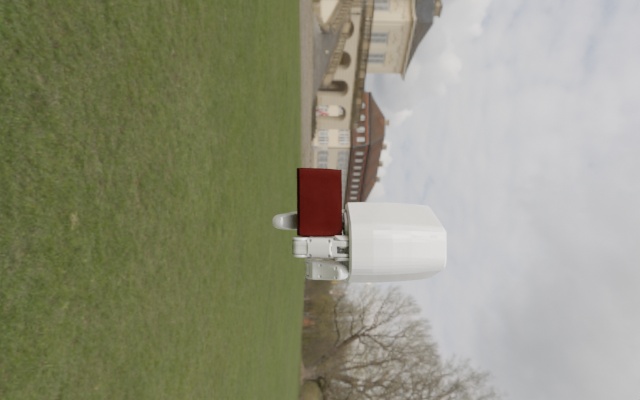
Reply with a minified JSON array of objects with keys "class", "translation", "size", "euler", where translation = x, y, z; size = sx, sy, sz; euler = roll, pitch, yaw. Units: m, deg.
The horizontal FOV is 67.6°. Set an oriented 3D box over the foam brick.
[{"class":"foam brick","translation":[0.000,0.002,0.559],"size":[0.051,0.078,0.053],"euler":[-1,1,3]}]
